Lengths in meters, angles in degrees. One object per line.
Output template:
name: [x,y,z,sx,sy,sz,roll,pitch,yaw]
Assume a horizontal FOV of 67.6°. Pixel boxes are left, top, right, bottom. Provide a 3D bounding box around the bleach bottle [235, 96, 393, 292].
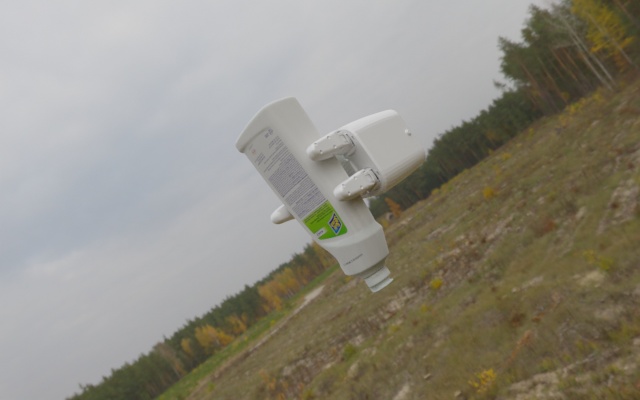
bleach bottle: [0.000,0.002,0.583,0.068,0.251,0.103,-30,-6,-41]
